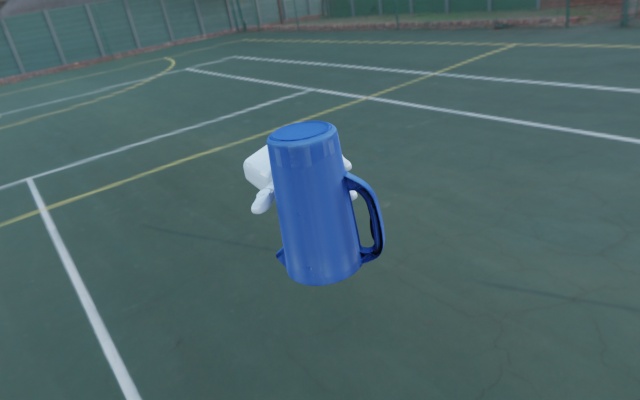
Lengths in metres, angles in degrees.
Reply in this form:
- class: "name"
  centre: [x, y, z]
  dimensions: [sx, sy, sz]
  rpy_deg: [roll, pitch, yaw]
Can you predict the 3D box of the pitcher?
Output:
- class: "pitcher"
  centre: [0.000, 0.002, 0.760]
  dimensions: [0.149, 0.243, 0.145]
  rpy_deg: [-22, 28, -24]
